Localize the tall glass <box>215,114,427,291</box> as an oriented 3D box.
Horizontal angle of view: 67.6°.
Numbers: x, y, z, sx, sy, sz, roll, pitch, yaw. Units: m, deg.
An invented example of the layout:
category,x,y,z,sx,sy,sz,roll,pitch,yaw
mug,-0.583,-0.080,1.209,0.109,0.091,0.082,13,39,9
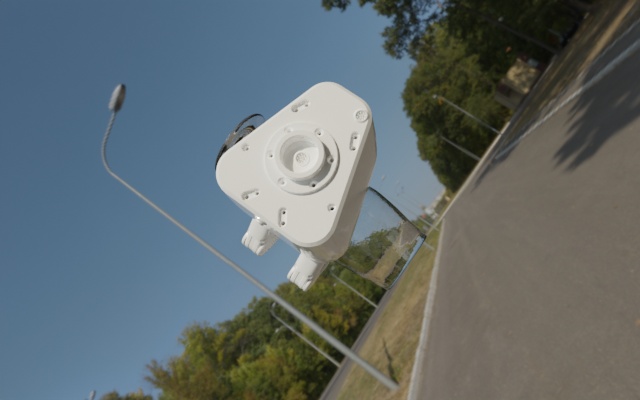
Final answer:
category,x,y,z,sx,sy,sz,roll,pitch,yaw
tall glass,0.000,0.001,0.456,0.201,0.079,0.079,35,7,11
